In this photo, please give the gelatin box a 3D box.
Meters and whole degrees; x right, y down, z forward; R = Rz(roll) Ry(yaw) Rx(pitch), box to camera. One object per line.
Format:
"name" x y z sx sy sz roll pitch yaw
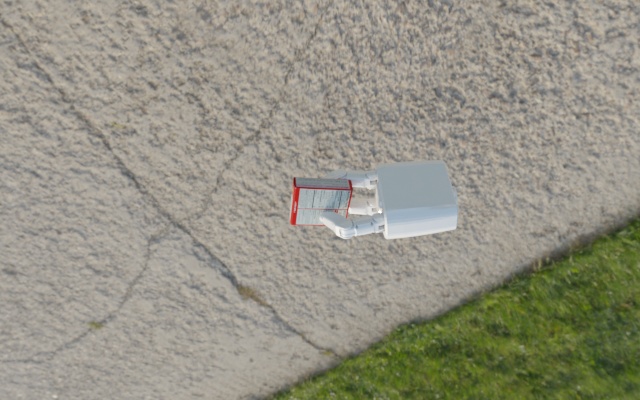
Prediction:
"gelatin box" 0.000 0.003 0.725 0.089 0.073 0.030 1 38 -9
